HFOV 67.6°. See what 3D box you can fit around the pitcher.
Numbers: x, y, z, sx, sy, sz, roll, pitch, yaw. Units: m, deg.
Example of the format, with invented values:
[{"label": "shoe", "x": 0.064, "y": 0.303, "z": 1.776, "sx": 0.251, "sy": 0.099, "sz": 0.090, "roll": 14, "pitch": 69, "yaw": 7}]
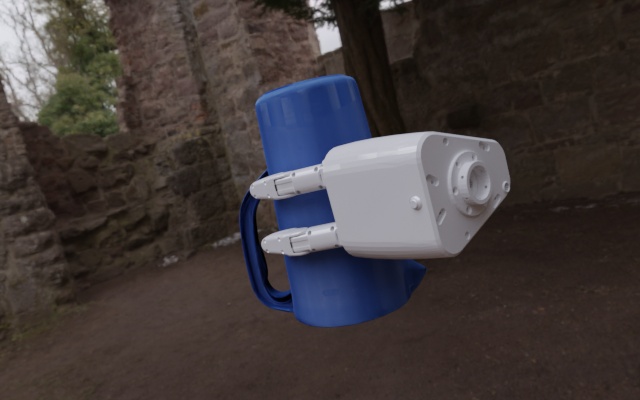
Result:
[{"label": "pitcher", "x": 0.000, "y": 0.002, "z": 0.508, "sx": 0.149, "sy": 0.243, "sz": 0.145, "roll": -19, "pitch": 9, "yaw": -36}]
